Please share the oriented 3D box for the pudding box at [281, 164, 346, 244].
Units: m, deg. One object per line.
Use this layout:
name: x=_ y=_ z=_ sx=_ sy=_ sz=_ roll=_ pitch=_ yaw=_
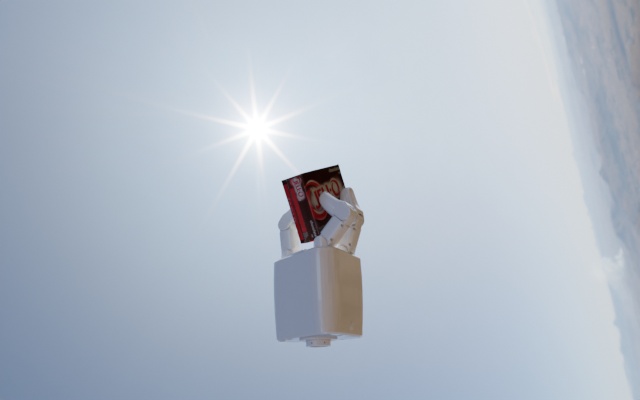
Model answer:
pudding box: x=0.000 y=0.002 z=0.663 sx=0.039 sy=0.090 sz=0.113 roll=-15 pitch=3 yaw=28
